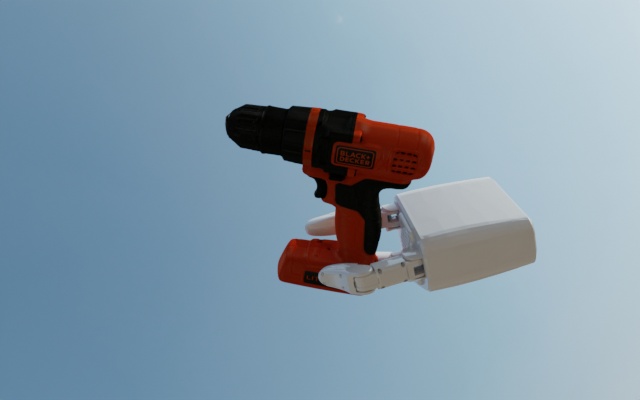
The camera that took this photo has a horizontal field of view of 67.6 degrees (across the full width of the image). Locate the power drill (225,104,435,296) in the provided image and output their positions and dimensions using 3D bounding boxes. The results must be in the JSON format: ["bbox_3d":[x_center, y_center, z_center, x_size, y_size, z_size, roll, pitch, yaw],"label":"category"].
[{"bbox_3d":[0.000,0.002,0.459,0.184,0.188,0.057,10,37,5],"label":"power drill"}]
